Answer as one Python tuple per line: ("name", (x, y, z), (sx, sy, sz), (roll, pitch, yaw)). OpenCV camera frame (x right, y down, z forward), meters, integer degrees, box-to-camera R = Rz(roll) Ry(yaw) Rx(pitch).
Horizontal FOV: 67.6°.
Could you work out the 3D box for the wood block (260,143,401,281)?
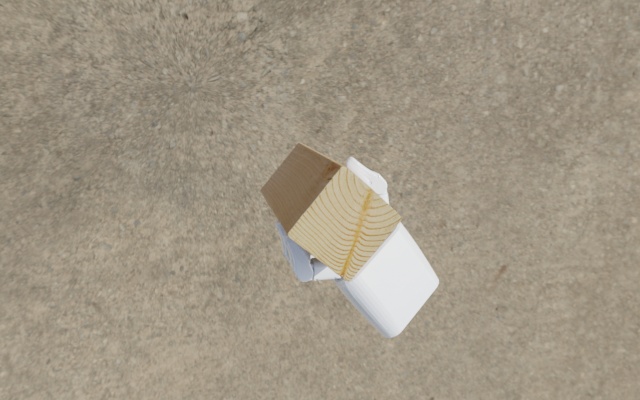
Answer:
("wood block", (0.001, 0.002, 0.575), (0.090, 0.091, 0.206), (40, 1, -20))
